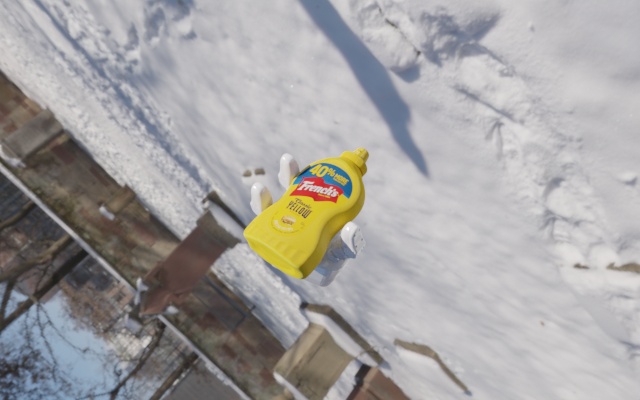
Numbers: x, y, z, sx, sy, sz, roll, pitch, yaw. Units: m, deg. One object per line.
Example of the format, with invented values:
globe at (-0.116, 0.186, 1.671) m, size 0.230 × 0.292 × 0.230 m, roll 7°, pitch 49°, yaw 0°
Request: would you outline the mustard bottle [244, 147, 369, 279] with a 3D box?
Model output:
mustard bottle at (0.000, 0.002, 0.599) m, size 0.096 × 0.191 × 0.058 m, roll 26°, pitch -27°, yaw 32°
